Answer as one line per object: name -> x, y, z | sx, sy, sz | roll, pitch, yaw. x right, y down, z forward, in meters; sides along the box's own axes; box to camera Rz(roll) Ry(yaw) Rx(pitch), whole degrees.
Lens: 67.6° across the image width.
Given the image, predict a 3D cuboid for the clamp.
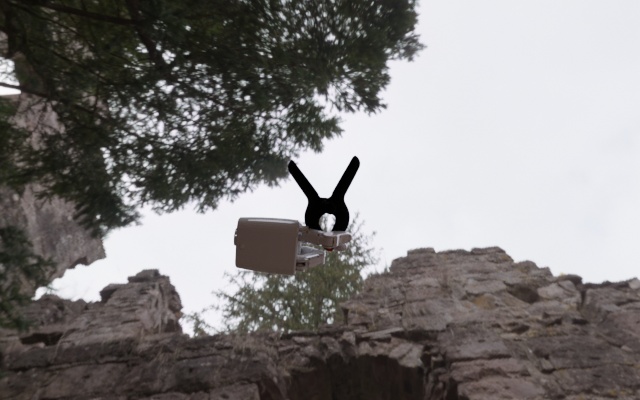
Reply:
clamp -> 0.000, 0.003, 0.818 | 0.120, 0.171, 0.039 | 6, 14, 1
